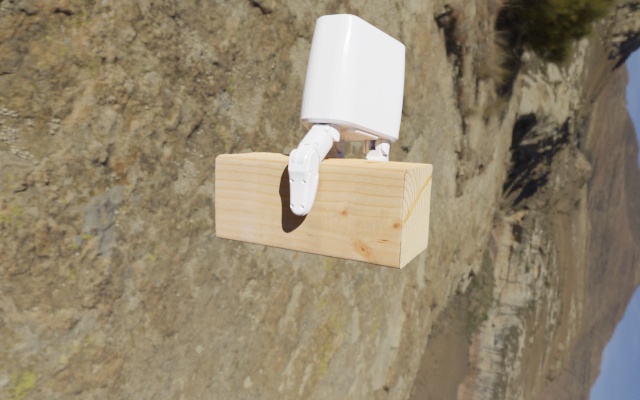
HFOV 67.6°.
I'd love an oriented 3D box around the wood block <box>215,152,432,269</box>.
[{"bbox_3d":[0.000,0.001,0.495,0.206,0.090,0.091,6,10,27],"label":"wood block"}]
